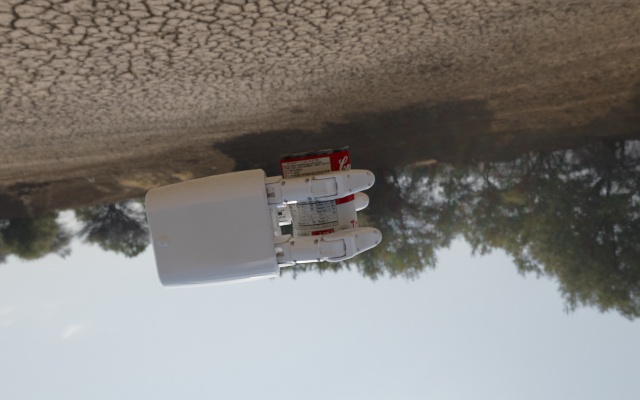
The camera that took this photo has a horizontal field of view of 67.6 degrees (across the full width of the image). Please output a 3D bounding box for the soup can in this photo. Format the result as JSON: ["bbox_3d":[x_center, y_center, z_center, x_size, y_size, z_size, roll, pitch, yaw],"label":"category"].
[{"bbox_3d":[0.001,0.002,0.468,0.068,0.102,0.068,-8,7,1],"label":"soup can"}]
